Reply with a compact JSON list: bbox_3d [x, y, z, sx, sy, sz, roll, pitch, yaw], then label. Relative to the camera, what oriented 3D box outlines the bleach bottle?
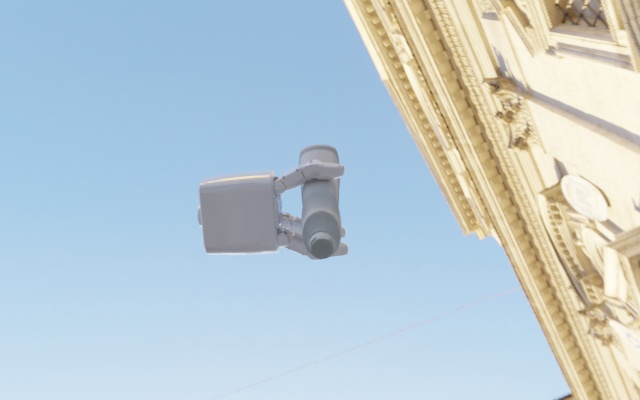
[{"bbox_3d":[0.000,0.002,0.695,0.068,0.103,0.250,-4,23,1],"label":"bleach bottle"}]
